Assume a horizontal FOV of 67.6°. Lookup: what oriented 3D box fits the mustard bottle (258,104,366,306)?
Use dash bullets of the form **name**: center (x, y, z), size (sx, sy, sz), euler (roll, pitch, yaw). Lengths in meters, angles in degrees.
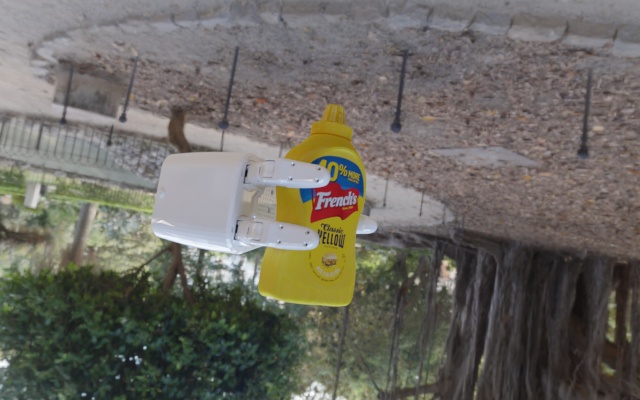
- **mustard bottle**: center (0.000, 0.002, 0.461), size (0.096, 0.191, 0.058), euler (14, -8, -36)
